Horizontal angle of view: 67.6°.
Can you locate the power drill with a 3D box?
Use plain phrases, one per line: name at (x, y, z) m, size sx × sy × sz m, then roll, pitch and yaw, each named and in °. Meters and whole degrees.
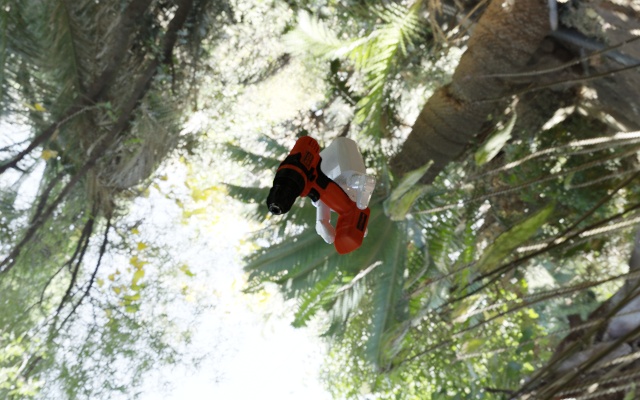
power drill at (0.000, 0.003, 0.798) m, size 0.057 × 0.188 × 0.184 m, roll -25°, pitch 28°, yaw 36°
